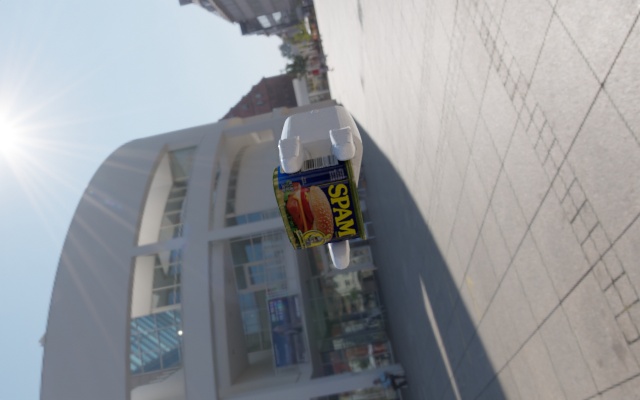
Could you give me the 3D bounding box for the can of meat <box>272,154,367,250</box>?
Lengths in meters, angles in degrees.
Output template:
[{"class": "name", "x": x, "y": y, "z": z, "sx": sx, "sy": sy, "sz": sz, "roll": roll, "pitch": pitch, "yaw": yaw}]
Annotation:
[{"class": "can of meat", "x": 0.000, "y": 0.002, "z": 0.521, "sx": 0.084, "sy": 0.102, "sz": 0.057, "roll": -11, "pitch": 35, "yaw": 4}]
